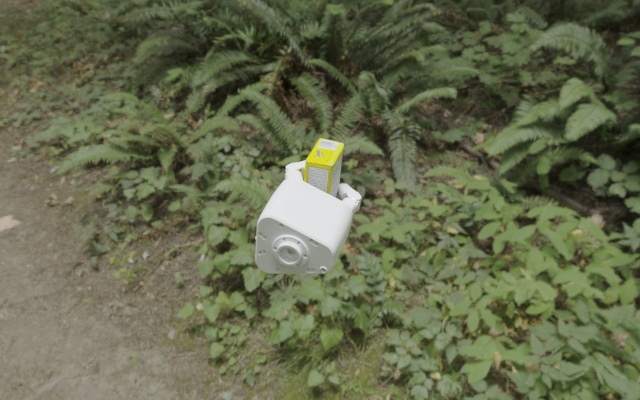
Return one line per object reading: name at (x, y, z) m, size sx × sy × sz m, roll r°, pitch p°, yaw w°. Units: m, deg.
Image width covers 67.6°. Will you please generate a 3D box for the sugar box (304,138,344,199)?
sugar box at (0.000, 0.002, 0.747) m, size 0.048 × 0.176 × 0.093 m, roll 13°, pitch 30°, yaw 9°
